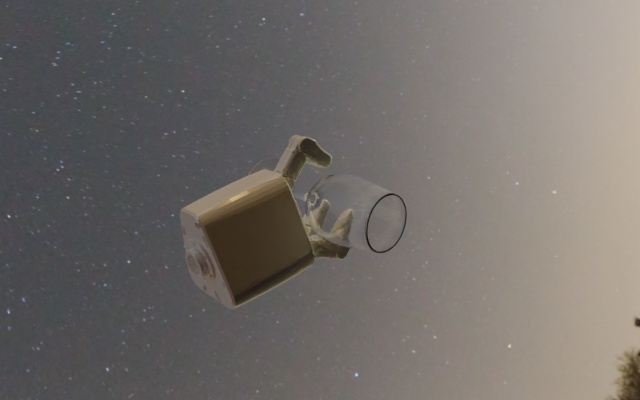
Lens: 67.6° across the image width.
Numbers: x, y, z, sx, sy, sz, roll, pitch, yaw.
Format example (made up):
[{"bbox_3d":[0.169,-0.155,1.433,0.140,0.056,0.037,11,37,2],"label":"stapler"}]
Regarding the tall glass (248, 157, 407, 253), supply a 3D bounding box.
[{"bbox_3d":[0.000,0.002,0.544,0.079,0.079,0.201,0,12,-43],"label":"tall glass"}]
